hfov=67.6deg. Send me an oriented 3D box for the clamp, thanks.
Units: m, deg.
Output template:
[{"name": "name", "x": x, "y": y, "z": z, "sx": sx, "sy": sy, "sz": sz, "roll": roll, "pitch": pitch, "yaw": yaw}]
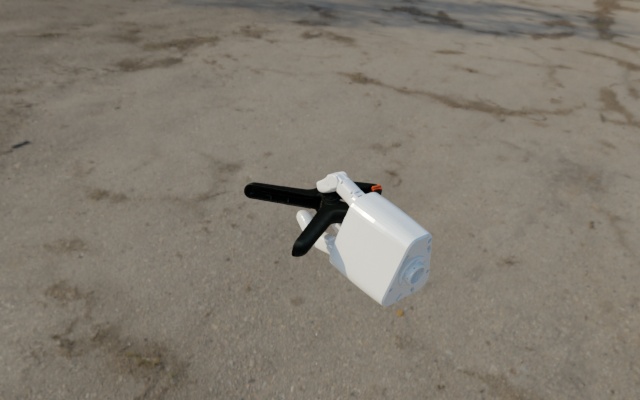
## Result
[{"name": "clamp", "x": 0.001, "y": 0.002, "z": 0.719, "sx": 0.210, "sy": 0.036, "sz": 0.164, "roll": -18, "pitch": 43, "yaw": -35}]
